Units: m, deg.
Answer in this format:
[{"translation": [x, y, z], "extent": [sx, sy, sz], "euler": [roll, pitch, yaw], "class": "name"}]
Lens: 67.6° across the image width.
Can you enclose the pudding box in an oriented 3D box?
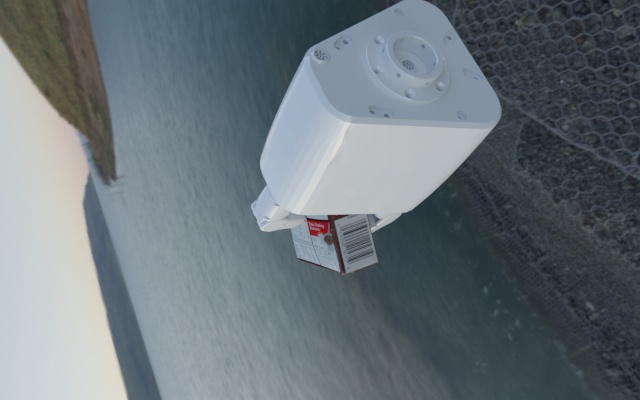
[{"translation": [0.000, 0.001, 0.414], "extent": [0.039, 0.113, 0.090], "euler": [-16, 10, -25], "class": "pudding box"}]
